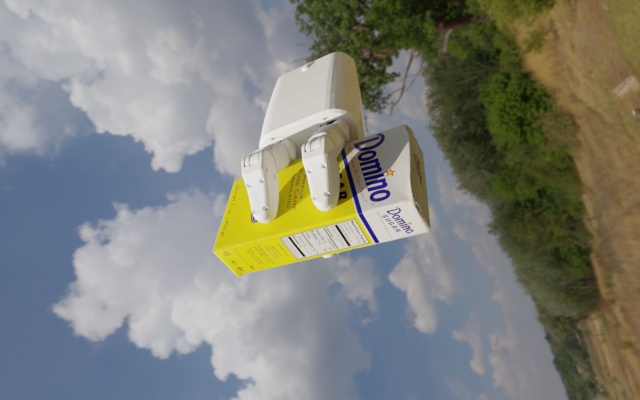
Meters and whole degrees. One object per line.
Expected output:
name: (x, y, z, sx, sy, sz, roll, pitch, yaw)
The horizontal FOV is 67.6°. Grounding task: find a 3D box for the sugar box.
sugar box: (0.000, 0.001, 0.407, 0.176, 0.093, 0.048, -18, -49, 23)
